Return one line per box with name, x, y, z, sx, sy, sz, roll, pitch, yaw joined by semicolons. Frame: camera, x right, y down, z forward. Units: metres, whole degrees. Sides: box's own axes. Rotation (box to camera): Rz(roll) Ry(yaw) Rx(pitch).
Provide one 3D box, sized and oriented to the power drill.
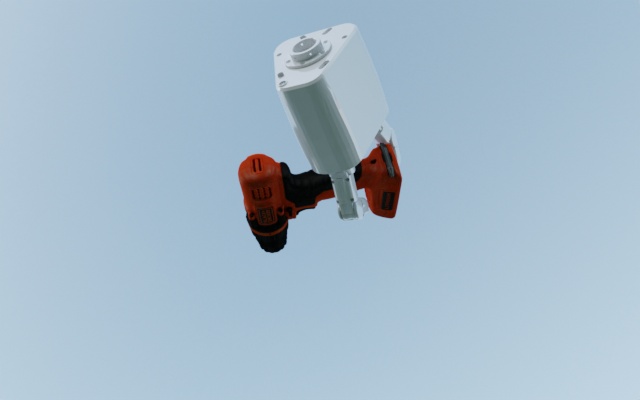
power drill;0.001;0.002;0.590;0.187;0.057;0.185;-11;-31;-5
